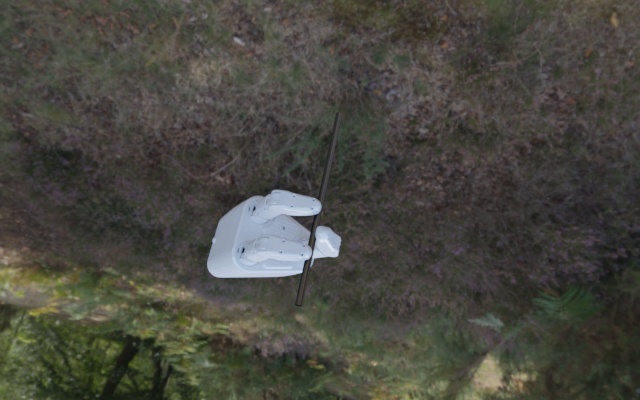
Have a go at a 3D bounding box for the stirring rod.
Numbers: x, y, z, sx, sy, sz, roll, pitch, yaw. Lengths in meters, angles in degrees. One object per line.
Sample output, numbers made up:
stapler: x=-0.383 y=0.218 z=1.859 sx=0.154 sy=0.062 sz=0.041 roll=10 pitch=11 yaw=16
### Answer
stirring rod: x=0.000 y=0.002 z=0.549 sx=0.011 sy=0.239 sz=0.011 roll=10 pitch=-22 yaw=4
